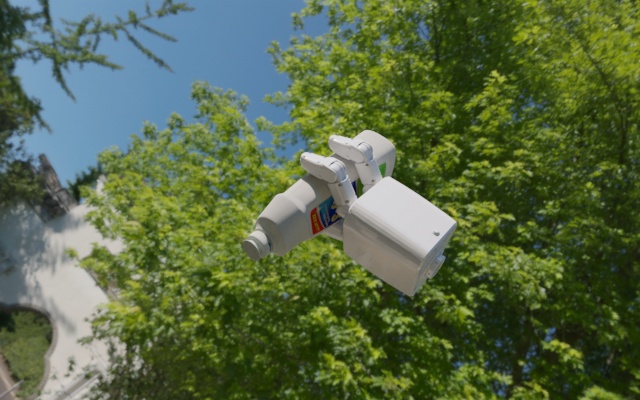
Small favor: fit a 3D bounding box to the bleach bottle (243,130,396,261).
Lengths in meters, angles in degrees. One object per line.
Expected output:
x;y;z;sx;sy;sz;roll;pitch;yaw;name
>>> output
0.000;0.002;0.617;0.068;0.103;0.250;34;49;22;bleach bottle
